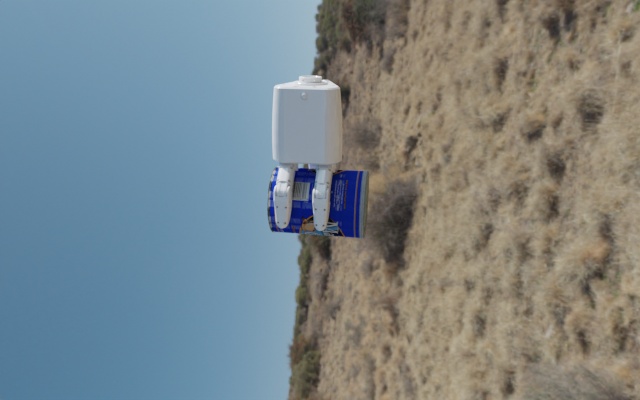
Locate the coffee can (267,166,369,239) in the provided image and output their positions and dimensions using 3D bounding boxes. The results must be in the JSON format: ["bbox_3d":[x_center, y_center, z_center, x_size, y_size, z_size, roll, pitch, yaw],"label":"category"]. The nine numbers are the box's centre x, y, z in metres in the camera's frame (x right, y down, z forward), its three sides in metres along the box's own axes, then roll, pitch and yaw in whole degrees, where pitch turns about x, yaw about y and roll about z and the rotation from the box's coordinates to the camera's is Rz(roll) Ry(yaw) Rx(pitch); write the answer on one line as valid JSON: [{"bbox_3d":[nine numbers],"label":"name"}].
[{"bbox_3d":[0.000,0.003,0.724,0.140,0.103,0.103,3,0,8],"label":"coffee can"}]
